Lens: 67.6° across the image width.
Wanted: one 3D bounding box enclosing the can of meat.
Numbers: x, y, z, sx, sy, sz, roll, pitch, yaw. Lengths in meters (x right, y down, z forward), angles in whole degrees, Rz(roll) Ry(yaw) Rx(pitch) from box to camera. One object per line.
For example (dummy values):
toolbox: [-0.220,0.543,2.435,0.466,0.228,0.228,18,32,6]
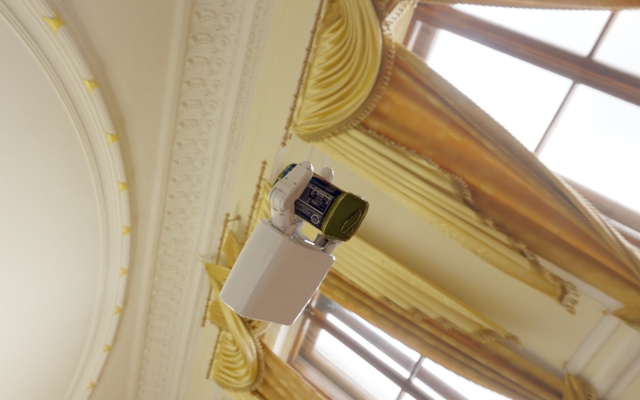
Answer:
can of meat: [0.000,0.002,0.573,0.084,0.057,0.102,32,4,24]
